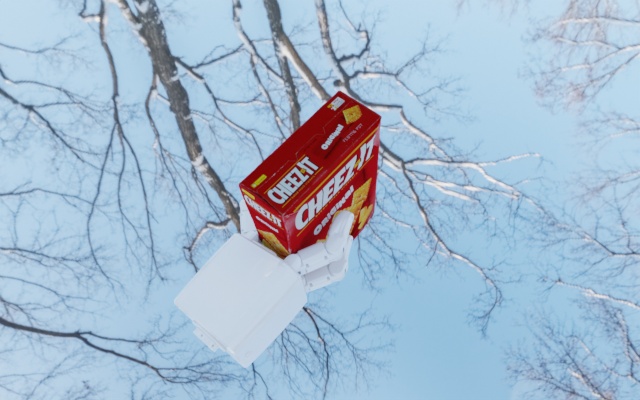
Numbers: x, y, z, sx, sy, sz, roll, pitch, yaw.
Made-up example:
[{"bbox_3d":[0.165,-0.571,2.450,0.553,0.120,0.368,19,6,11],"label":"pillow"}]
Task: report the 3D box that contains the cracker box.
[{"bbox_3d":[0.000,0.002,0.584,0.072,0.164,0.214,34,-23,22],"label":"cracker box"}]
